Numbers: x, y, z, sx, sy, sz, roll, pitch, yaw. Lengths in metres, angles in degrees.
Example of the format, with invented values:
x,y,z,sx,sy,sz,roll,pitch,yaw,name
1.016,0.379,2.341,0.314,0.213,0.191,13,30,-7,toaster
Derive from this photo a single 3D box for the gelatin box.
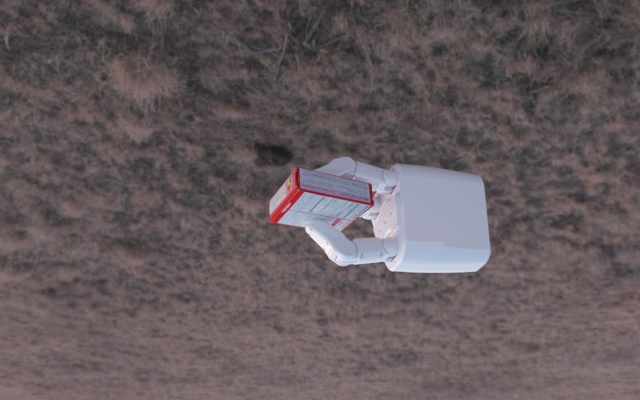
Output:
x,y,z,sx,sy,sz,roll,pitch,yaw,name
0.000,0.002,0.502,0.089,0.030,0.073,10,-32,-25,gelatin box
